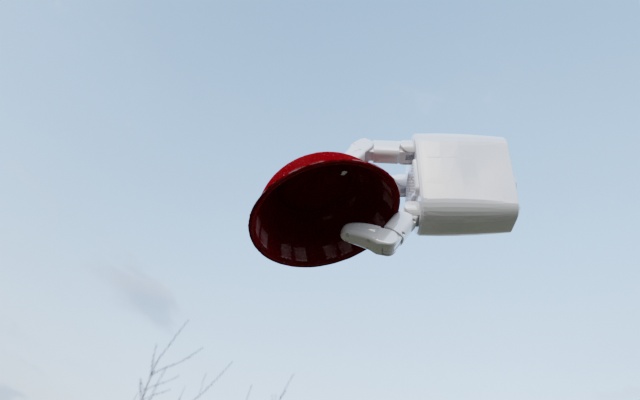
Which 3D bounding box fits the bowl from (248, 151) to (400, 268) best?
[{"bbox_3d":[-0.001,0.001,0.510,0.162,0.055,0.162,-10,-43,-9],"label":"bowl"}]
